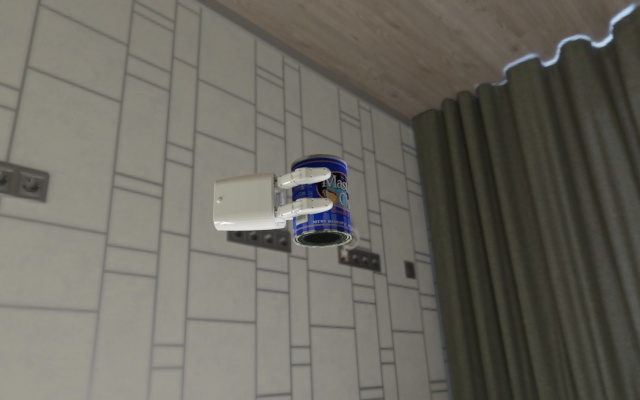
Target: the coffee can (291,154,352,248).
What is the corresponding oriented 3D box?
[{"bbox_3d":[0.000,0.003,0.846,0.103,0.140,0.103,-3,-21,-1],"label":"coffee can"}]
